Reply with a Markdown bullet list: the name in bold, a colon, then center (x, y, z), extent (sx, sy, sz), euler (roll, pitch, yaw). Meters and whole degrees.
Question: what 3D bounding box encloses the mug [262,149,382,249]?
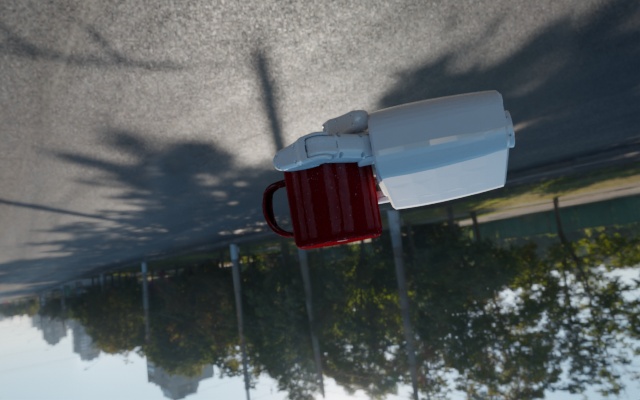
- **mug**: center (-0.001, 0.002, 0.446), extent (0.117, 0.081, 0.093), euler (-12, -8, 15)
